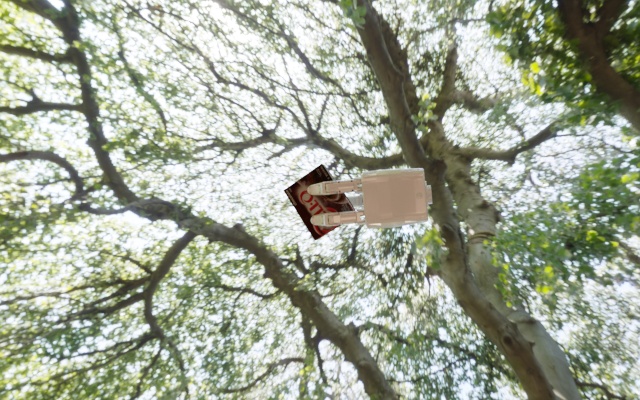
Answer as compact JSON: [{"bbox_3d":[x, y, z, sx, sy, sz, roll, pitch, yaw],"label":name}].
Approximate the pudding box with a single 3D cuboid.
[{"bbox_3d":[0.000,0.003,0.873,0.090,0.113,0.039,-34,-7,12],"label":"pudding box"}]
